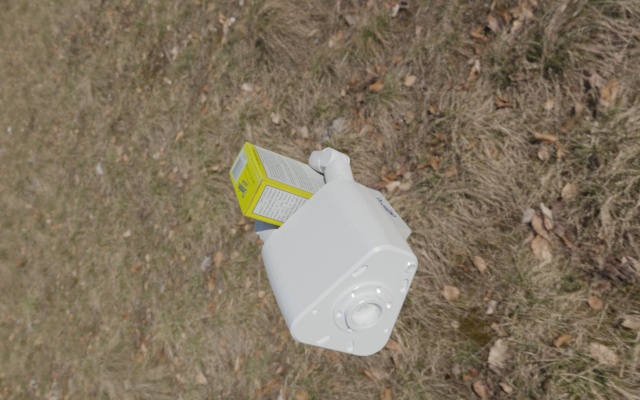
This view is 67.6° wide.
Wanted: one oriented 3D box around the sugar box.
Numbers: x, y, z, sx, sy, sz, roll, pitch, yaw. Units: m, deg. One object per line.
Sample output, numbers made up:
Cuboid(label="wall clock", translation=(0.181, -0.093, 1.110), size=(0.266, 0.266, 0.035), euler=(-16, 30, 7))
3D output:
Cuboid(label="sugar box", translation=(0.000, 0.002, 0.493), size=(0.176, 0.048, 0.093), euler=(22, 20, -28))
